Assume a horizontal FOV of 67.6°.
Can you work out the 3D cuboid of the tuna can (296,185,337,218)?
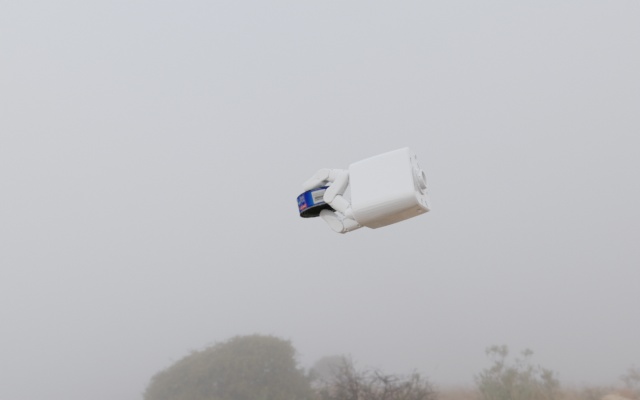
[{"bbox_3d":[0.000,0.002,0.868,0.086,0.033,0.086,-13,-15,-4],"label":"tuna can"}]
